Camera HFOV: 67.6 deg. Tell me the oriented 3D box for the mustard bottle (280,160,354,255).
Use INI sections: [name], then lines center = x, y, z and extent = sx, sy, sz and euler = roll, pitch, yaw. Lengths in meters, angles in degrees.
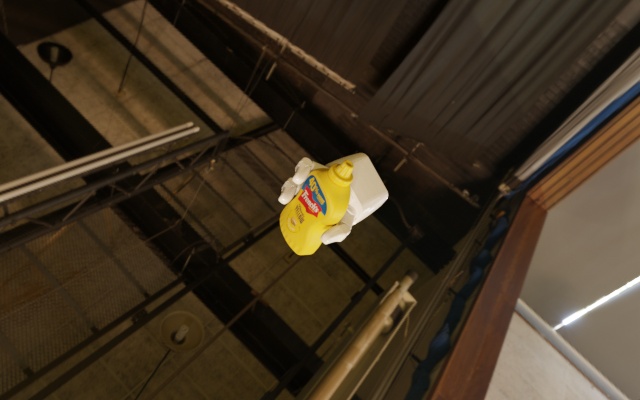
[mustard bottle]
center = 0.000, 0.003, 0.805
extent = 0.058, 0.096, 0.192
euler = 2, -40, -37
